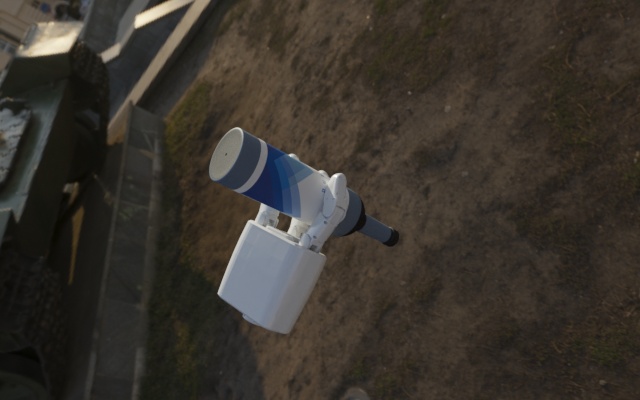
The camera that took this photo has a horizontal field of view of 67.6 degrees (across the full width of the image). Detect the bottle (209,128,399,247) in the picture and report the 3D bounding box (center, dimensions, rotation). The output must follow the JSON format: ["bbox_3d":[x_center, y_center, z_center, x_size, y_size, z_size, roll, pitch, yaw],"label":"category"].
[{"bbox_3d":[0.000,0.002,0.619,0.296,0.069,0.069,27,-17,-36],"label":"bottle"}]
